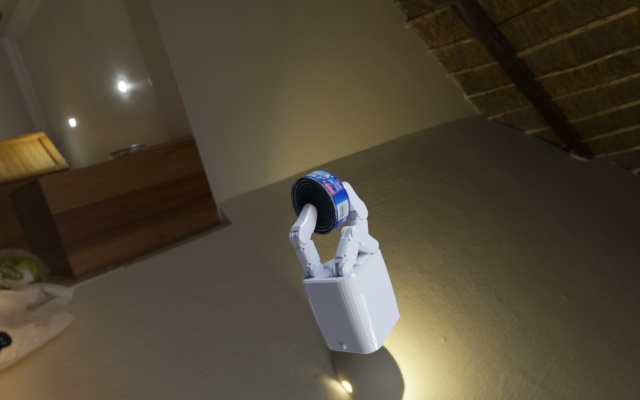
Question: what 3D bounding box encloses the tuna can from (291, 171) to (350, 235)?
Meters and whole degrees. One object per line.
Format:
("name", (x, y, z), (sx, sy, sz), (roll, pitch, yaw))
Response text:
("tuna can", (0.000, 0.002, 0.666), (0.086, 0.086, 0.033), (0, 22, 47))
